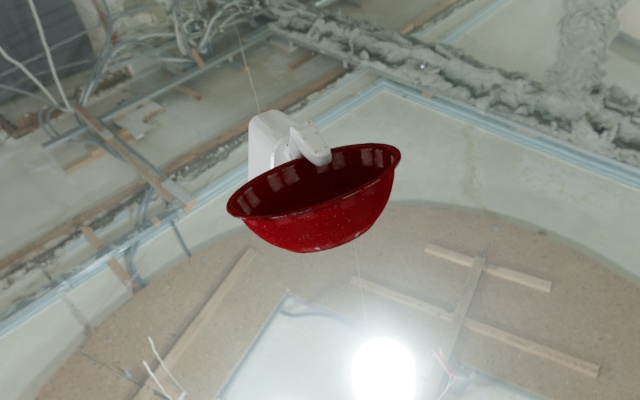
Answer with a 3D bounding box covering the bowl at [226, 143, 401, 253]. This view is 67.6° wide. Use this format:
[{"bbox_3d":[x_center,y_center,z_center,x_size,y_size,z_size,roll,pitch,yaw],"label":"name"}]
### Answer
[{"bbox_3d":[0.000,0.002,0.433,0.162,0.055,0.162,-16,19,6],"label":"bowl"}]
